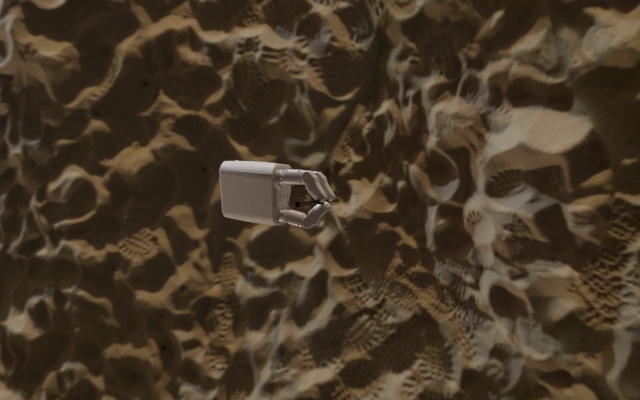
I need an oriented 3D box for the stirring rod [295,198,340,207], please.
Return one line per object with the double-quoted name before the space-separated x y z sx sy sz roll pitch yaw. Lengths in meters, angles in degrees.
"stirring rod" 0.000 0.003 0.823 0.011 0.011 0.239 0 2 17
